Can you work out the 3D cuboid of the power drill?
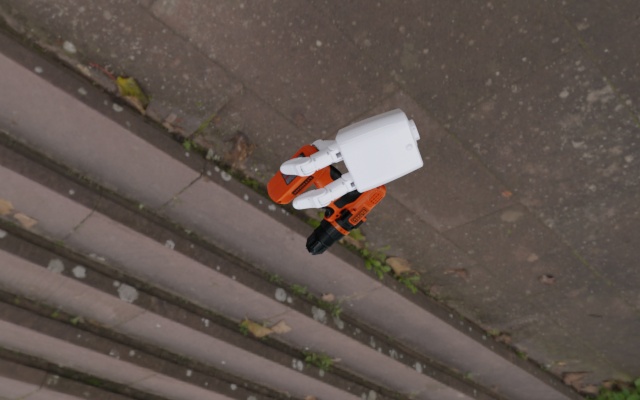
[{"bbox_3d":[0.000,0.002,0.811,0.188,0.184,0.057,33,16,-44],"label":"power drill"}]
